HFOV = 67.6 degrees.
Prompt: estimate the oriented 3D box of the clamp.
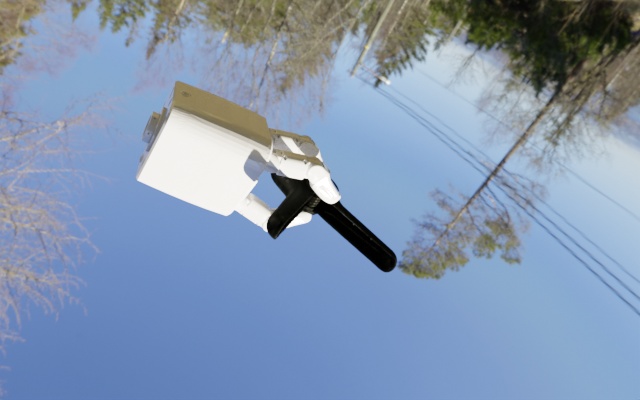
[{"bbox_3d":[-0.001,0.002,0.568,0.164,0.036,0.209,25,24,-26],"label":"clamp"}]
